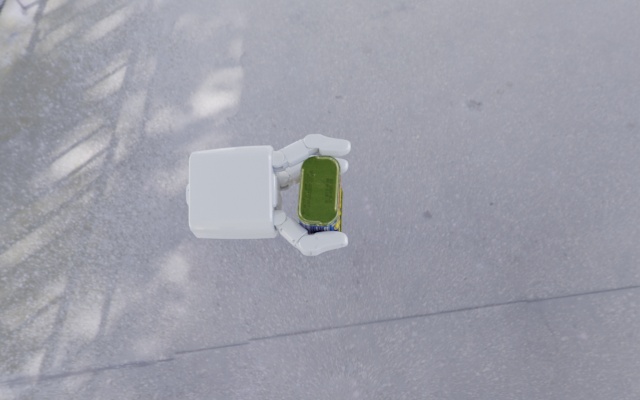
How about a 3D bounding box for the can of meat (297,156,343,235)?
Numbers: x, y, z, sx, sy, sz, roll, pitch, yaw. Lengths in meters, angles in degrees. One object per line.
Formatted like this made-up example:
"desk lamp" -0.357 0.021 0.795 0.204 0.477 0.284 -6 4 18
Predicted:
"can of meat" 0.000 0.002 0.631 0.057 0.102 0.084 1 -24 4
